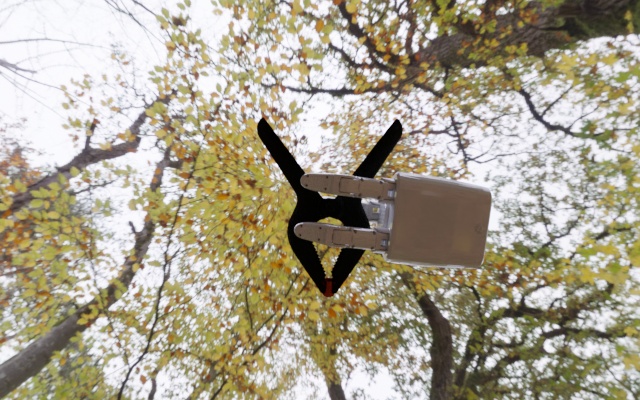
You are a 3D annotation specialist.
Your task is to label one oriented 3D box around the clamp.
[{"bbox_3d":[0.000,0.002,0.545,0.164,0.210,0.036,7,2,0],"label":"clamp"}]
